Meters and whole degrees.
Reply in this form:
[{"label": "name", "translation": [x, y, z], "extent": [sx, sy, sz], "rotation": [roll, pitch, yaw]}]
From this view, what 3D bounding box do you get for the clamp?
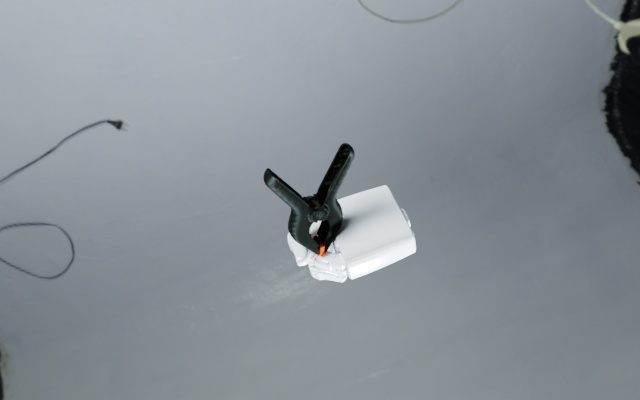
[{"label": "clamp", "translation": [0.000, 0.003, 0.636], "extent": [0.120, 0.172, 0.039], "rotation": [-22, 46, -6]}]
